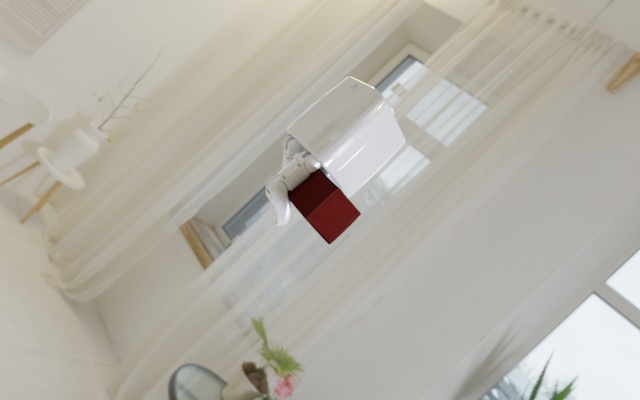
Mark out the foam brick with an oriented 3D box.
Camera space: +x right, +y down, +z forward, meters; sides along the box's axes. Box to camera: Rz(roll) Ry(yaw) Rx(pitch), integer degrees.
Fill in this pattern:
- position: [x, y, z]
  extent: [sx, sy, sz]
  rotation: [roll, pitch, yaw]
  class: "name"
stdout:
- position: [0.000, 0.002, 0.555]
  extent: [0.053, 0.051, 0.078]
  rotation: [49, -1, -36]
  class: "foam brick"
